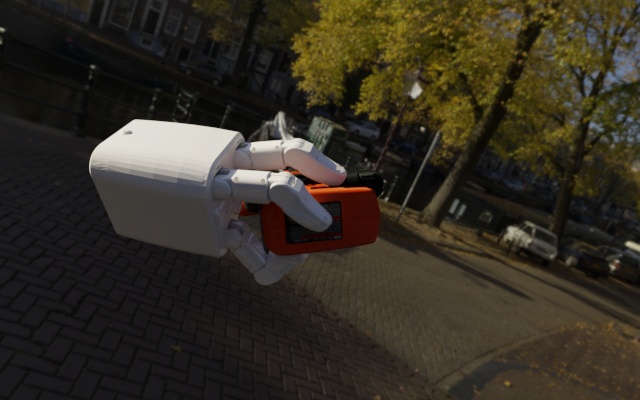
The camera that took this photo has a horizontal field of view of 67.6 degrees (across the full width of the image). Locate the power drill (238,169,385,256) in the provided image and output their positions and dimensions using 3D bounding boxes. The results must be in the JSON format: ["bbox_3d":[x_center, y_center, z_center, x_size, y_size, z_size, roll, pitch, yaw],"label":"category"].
[{"bbox_3d":[0.000,0.002,0.505,0.184,0.057,0.187,-7,10,-10],"label":"power drill"}]
